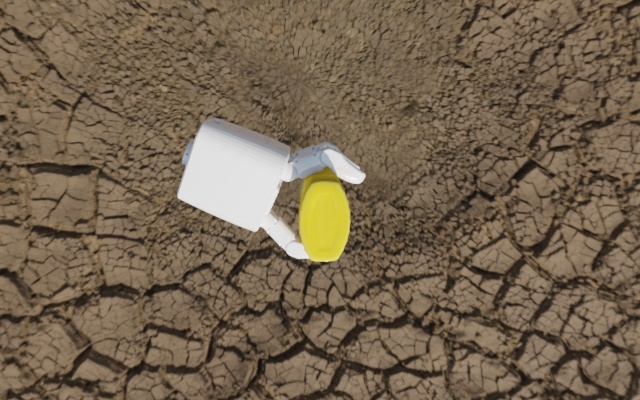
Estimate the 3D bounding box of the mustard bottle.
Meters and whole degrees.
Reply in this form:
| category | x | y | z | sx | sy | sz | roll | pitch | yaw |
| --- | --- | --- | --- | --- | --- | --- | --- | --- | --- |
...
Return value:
| category | x | y | z | sx | sy | sz | roll | pitch | yaw |
| --- | --- | --- | --- | --- | --- | --- | --- | --- | --- |
| mustard bottle | 0.000 | 0.002 | 0.614 | 0.058 | 0.096 | 0.191 | -2 | 14 | -2 |
